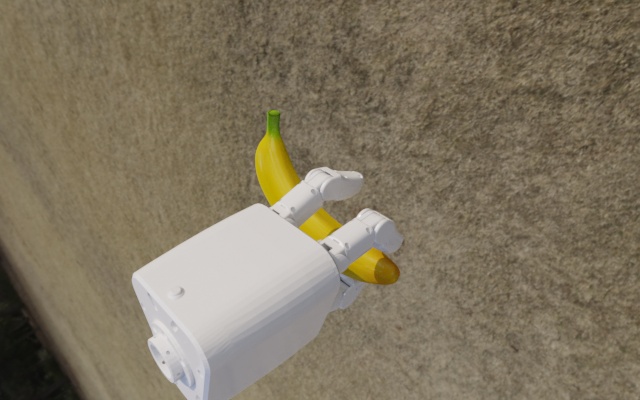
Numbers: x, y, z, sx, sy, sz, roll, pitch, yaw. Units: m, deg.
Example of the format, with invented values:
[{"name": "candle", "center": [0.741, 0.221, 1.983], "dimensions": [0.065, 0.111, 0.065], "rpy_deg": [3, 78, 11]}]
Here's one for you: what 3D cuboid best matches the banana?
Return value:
[{"name": "banana", "center": [-0.008, 0.010, 0.437], "dimensions": [0.037, 0.197, 0.070], "rpy_deg": [-25, -22, -35]}]
